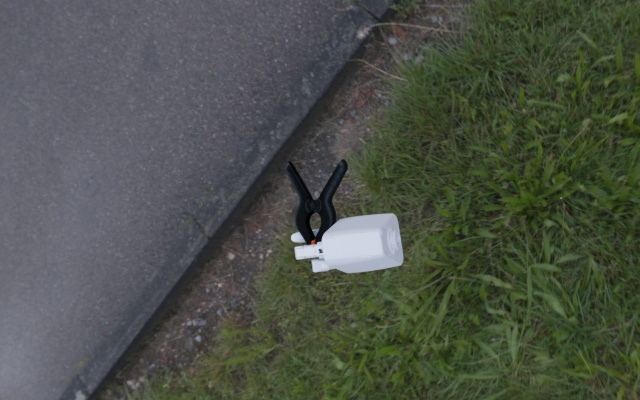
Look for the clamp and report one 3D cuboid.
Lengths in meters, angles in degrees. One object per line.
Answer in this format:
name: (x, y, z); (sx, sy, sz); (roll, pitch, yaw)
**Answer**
clamp: (0.000, 0.003, 0.871); (0.120, 0.171, 0.039); (-10, -4, 26)
